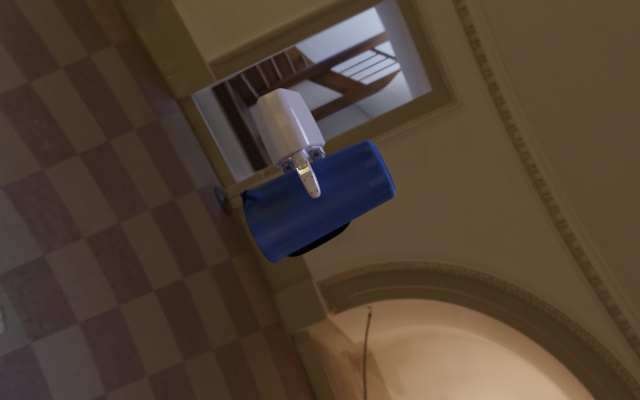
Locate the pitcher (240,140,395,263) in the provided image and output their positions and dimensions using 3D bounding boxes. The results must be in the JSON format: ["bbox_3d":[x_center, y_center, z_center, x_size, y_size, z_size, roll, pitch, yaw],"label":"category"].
[{"bbox_3d":[0.000,0.002,0.809,0.243,0.145,0.149,-26,0,4],"label":"pitcher"}]
